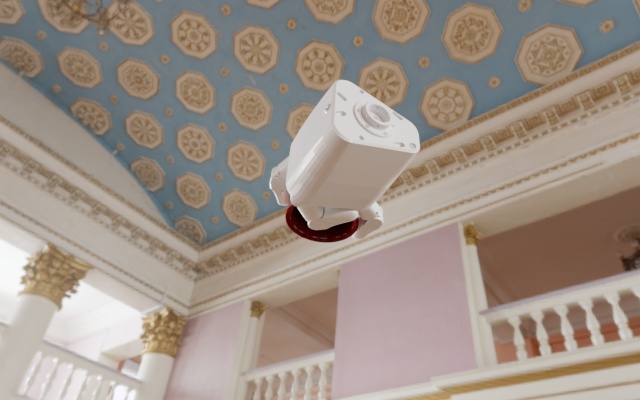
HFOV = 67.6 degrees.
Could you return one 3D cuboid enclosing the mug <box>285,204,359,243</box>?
[{"bbox_3d":[0.000,0.003,0.632,0.093,0.081,0.117,23,-42,-18],"label":"mug"}]
